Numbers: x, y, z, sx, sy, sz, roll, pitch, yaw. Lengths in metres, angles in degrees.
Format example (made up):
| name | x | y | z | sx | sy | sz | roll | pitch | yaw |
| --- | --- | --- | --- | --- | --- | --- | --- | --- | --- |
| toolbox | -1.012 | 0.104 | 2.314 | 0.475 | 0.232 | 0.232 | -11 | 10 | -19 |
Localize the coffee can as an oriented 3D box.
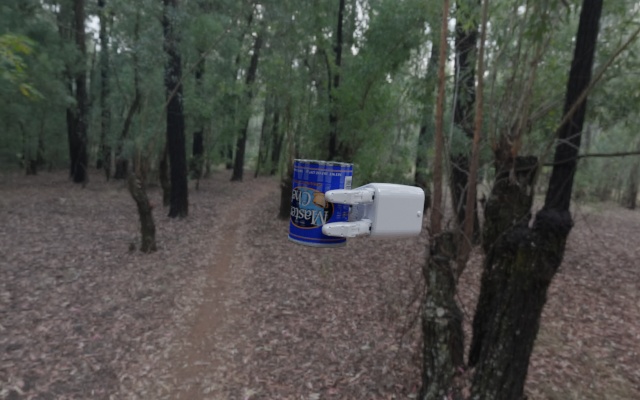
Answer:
| name | x | y | z | sx | sy | sz | roll | pitch | yaw |
| --- | --- | --- | --- | --- | --- | --- | --- | --- | --- |
| coffee can | 0.000 | 0.003 | 0.828 | 0.103 | 0.140 | 0.103 | 5 | 7 | -1 |
